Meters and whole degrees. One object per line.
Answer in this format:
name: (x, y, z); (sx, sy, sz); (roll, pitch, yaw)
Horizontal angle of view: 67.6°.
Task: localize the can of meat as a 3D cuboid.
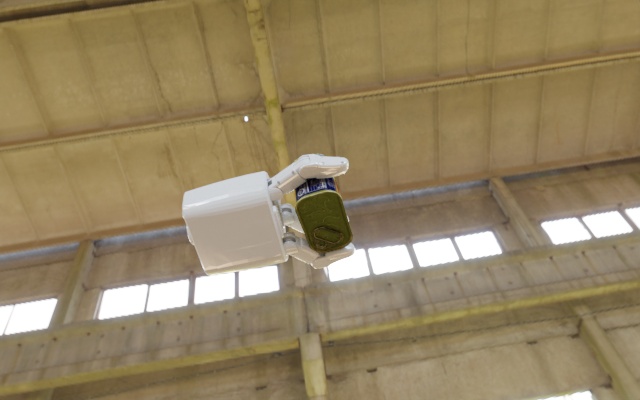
can of meat: (0.000, 0.002, 0.613); (0.057, 0.102, 0.083); (-16, 42, 4)
